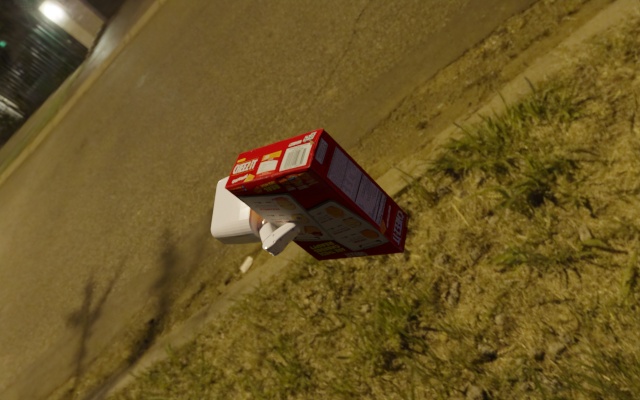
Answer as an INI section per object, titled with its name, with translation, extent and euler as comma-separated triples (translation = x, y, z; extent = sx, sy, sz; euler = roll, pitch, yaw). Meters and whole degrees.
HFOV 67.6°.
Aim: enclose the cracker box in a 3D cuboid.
[cracker box]
translation = 0.000, 0.002, 0.675
extent = 0.164, 0.072, 0.214
euler = -11, -40, 41
